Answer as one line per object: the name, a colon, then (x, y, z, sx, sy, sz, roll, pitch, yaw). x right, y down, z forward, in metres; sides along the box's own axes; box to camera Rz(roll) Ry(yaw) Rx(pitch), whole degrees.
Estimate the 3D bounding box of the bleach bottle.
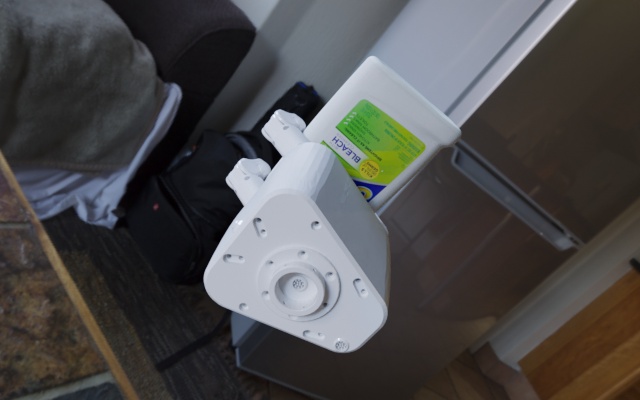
bleach bottle: (0.000, 0.001, 0.427, 0.102, 0.251, 0.068, 38, 19, -7)
